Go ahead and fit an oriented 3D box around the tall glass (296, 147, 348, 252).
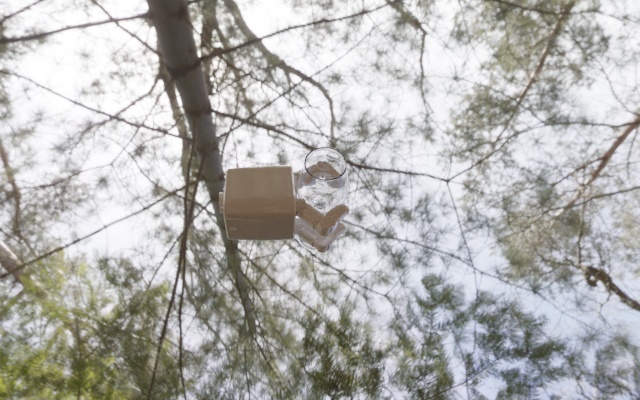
[{"bbox_3d":[0.000,0.003,0.763,0.079,0.079,0.201,0,-34,-5],"label":"tall glass"}]
